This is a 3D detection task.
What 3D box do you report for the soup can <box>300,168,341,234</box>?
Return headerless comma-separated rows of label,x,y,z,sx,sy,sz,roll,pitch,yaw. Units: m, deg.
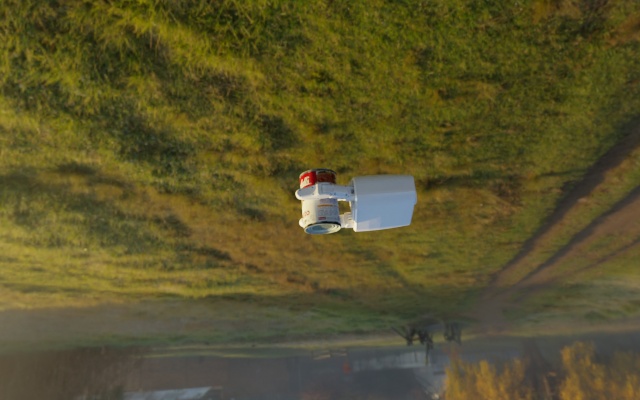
soup can,0.000,0.003,0.852,0.068,0.102,0.068,-4,-20,-2
